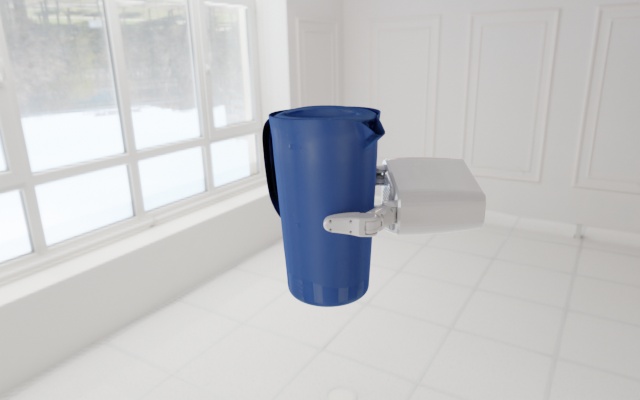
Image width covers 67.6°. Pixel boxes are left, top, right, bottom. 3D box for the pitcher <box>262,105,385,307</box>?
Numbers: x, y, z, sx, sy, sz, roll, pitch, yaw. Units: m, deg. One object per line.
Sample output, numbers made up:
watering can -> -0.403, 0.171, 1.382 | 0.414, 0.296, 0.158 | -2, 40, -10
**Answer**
pitcher -> 0.000, 0.002, 0.607 | 0.145, 0.243, 0.149 | -2, 17, -4
